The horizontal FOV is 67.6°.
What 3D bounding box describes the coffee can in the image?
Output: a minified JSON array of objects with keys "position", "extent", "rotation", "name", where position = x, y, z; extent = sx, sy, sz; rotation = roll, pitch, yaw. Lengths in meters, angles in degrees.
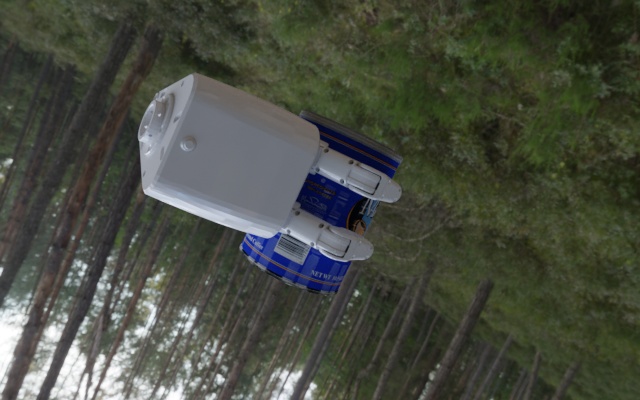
[{"position":[0.000,0.001,0.444],"extent":[0.103,0.140,0.103],"rotation":[25,5,-3],"name":"coffee can"}]
